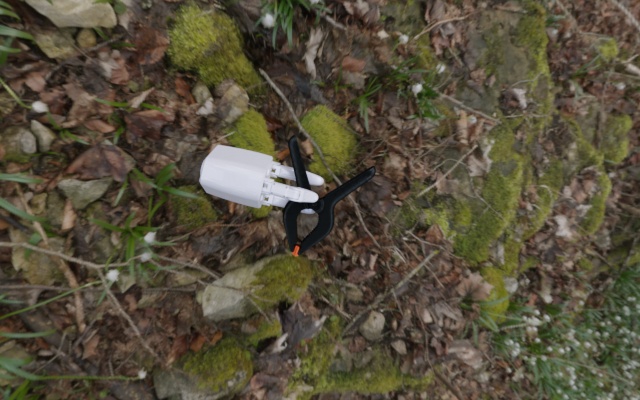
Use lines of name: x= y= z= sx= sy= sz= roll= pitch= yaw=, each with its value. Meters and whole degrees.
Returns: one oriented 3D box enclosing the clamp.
clamp: x=0.000 y=0.003 z=0.859 sx=0.164 sy=0.210 sz=0.036 roll=14 pitch=5 yaw=-1
